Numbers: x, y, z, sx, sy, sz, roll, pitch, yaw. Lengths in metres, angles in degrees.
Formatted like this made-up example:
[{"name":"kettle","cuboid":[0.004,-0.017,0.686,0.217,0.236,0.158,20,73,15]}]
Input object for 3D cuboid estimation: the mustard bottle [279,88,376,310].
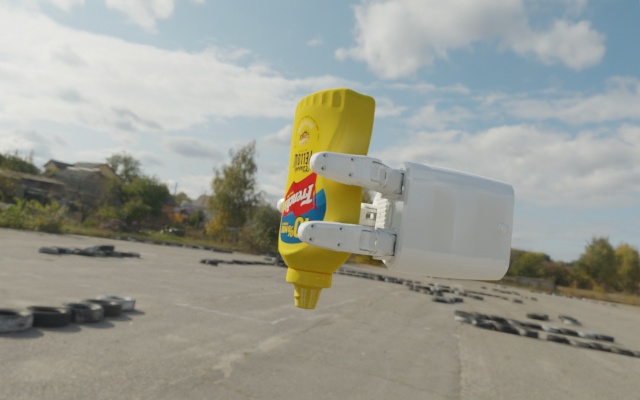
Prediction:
[{"name":"mustard bottle","cuboid":[0.000,0.001,0.434,0.058,0.191,0.096,11,-7,-32]}]
